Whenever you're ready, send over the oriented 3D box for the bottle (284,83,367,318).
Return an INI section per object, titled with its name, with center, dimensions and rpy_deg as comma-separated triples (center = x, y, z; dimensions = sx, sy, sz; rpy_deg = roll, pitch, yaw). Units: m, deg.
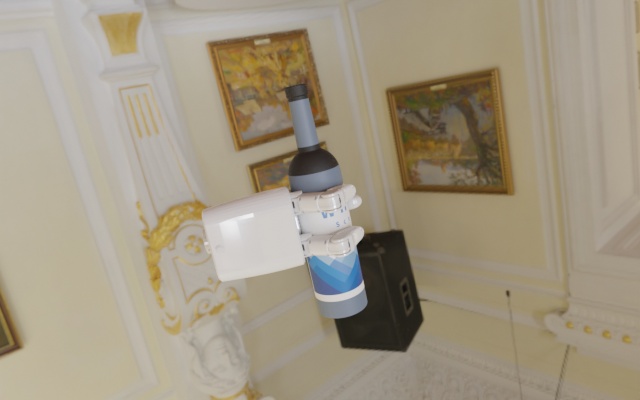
[bottle]
center = 0.000, 0.002, 0.607
dimensions = 0.069, 0.296, 0.069
rpy_deg = -12, 14, 3
